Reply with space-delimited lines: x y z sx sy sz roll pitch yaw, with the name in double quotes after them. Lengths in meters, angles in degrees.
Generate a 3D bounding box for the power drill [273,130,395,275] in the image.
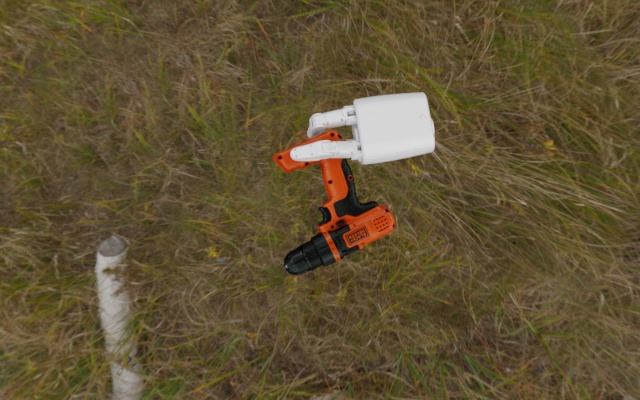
0.000 0.002 0.725 0.184 0.187 0.057 -26 7 -7 "power drill"
